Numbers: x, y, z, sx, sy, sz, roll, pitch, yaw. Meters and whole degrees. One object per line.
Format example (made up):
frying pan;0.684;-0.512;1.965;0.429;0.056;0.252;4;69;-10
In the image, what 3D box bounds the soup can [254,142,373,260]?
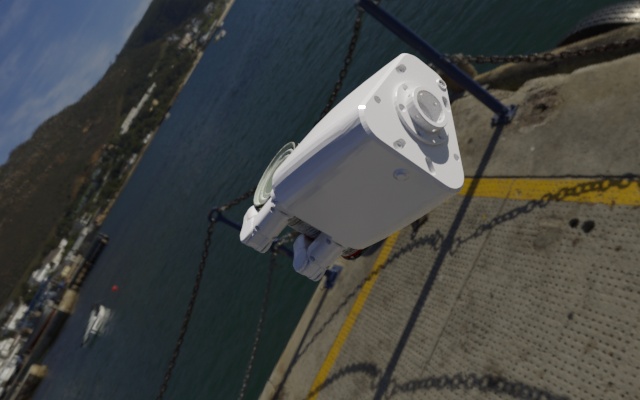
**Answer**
soup can;0.000;0.001;0.430;0.102;0.068;0.068;31;-12;-21
